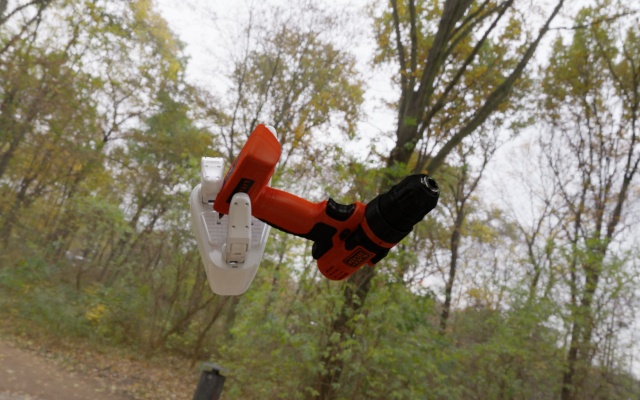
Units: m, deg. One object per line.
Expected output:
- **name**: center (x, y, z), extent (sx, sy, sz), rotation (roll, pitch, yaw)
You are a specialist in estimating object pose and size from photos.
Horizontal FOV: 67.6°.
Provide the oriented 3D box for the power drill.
- **power drill**: center (0.000, 0.001, 0.486), extent (0.188, 0.057, 0.184), rotation (29, -47, -16)
